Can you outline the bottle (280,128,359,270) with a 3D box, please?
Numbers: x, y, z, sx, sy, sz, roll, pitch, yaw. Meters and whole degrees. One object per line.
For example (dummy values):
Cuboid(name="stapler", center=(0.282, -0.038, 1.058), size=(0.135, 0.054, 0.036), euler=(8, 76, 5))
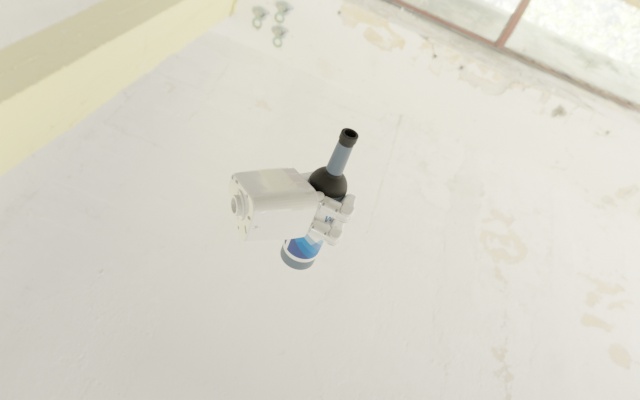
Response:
Cuboid(name="bottle", center=(0.000, 0.003, 0.799), size=(0.069, 0.069, 0.296), euler=(0, -43, -24))
